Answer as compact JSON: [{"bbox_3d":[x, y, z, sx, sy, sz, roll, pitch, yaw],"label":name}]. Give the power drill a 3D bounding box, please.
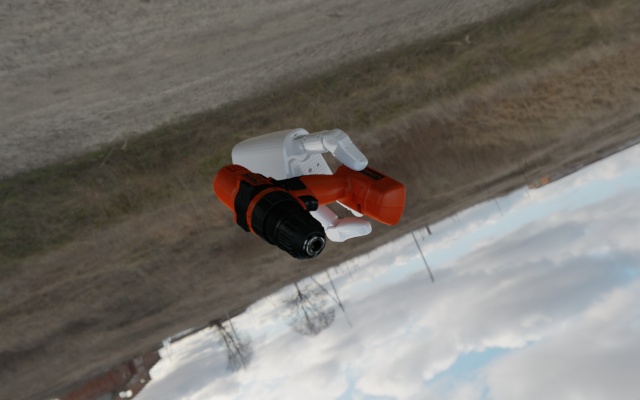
[{"bbox_3d":[0.000,0.002,0.516,0.187,0.057,0.184,-4,24,-36],"label":"power drill"}]
